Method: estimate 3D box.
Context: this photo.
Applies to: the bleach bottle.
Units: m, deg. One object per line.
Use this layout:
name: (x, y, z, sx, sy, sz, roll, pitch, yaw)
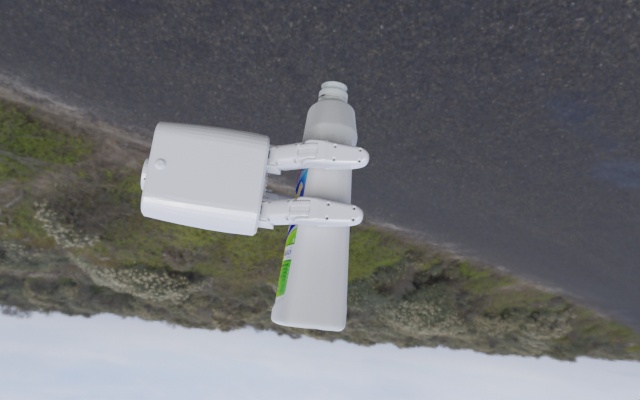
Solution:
bleach bottle: (0.000, 0.002, 0.491, 0.068, 0.250, 0.102, 9, -14, -10)
